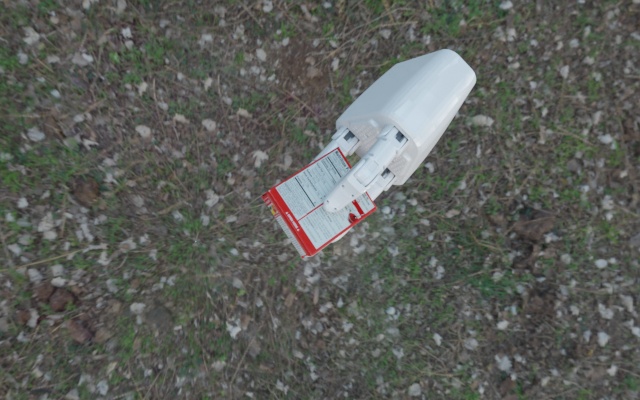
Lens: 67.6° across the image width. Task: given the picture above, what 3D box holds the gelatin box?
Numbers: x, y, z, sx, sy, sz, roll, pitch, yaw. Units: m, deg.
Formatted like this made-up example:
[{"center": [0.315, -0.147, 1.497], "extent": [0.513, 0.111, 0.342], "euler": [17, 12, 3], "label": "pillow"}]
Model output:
[{"center": [0.000, 0.002, 0.462], "extent": [0.089, 0.073, 0.030], "euler": [-34, 2, -24], "label": "gelatin box"}]
